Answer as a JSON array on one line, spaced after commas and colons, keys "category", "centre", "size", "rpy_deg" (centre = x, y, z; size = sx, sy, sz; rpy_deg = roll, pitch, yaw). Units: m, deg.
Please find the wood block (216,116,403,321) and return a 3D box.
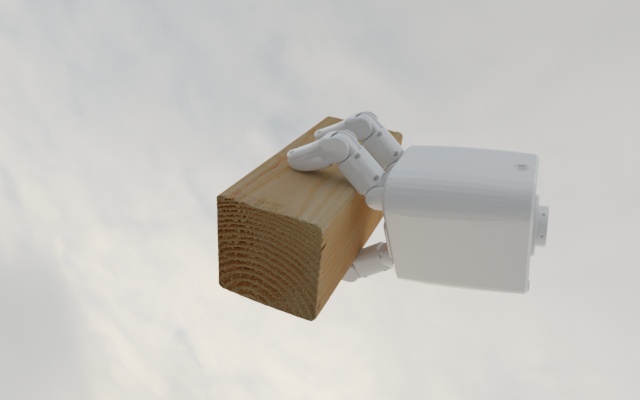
[{"category": "wood block", "centre": [0.000, 0.002, 0.441], "size": [0.090, 0.091, 0.206], "rpy_deg": [16, 31, 19]}]
